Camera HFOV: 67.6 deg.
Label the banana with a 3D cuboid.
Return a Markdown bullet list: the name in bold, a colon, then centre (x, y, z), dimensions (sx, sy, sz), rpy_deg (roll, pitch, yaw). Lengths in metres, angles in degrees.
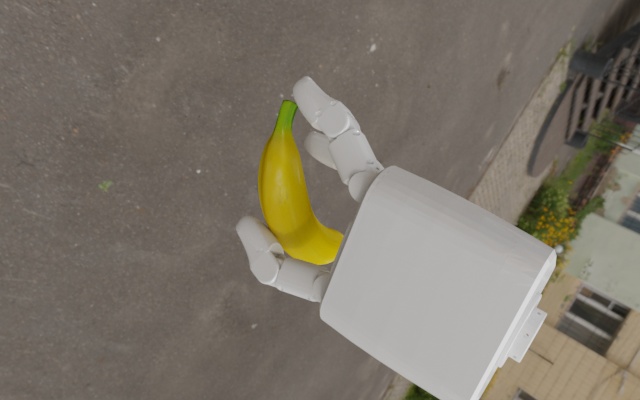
- **banana**: centre (-0.012, 0.013, 0.393), dimensions (0.037, 0.069, 0.198), rpy_deg (27, -24, 28)
